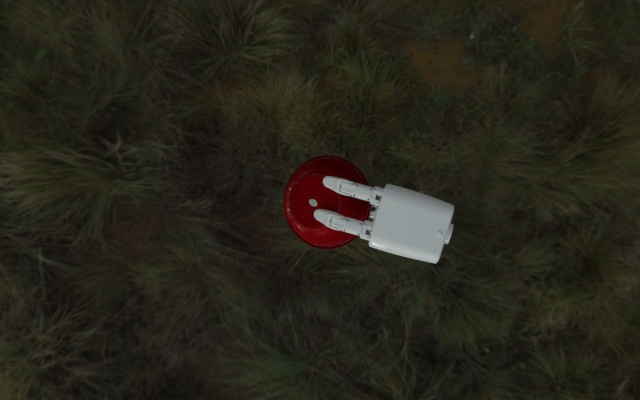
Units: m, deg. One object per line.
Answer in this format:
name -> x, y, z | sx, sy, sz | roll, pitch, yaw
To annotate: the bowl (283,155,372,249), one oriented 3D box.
bowl -> -0.001, 0.003, 0.794 | 0.162, 0.162, 0.055 | 0, -1, 22
